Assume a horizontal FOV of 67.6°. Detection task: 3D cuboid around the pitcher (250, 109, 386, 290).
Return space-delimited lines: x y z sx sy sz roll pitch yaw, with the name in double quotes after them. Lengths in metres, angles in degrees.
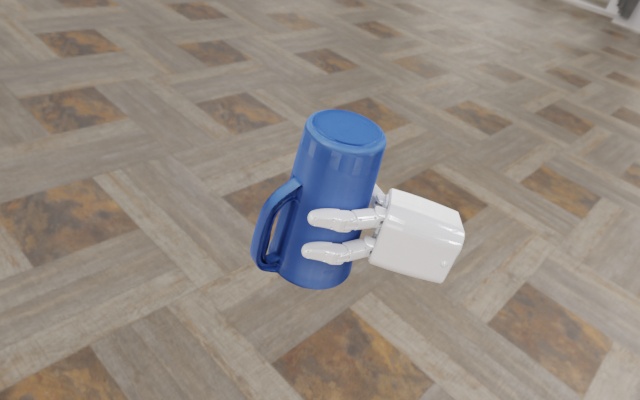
0.000 0.002 0.671 0.145 0.243 0.149 18 36 4 "pitcher"
